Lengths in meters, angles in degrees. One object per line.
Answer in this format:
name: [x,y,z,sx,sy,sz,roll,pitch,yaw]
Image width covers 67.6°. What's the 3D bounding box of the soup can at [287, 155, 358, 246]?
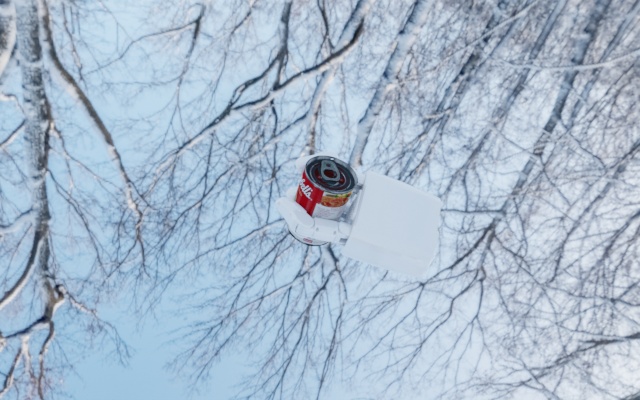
soup can: [0.000,0.002,0.616,0.068,0.068,0.102,0,-44,-23]
